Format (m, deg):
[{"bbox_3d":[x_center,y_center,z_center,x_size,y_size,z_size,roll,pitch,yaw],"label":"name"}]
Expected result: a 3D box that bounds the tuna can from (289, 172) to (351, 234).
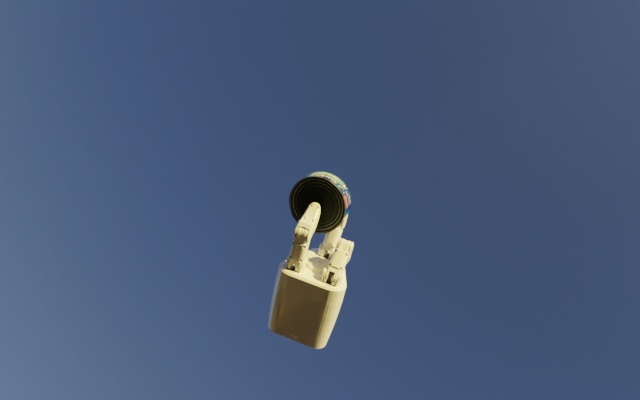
[{"bbox_3d":[0.000,0.002,0.689,0.086,0.086,0.033,0,18,21],"label":"tuna can"}]
